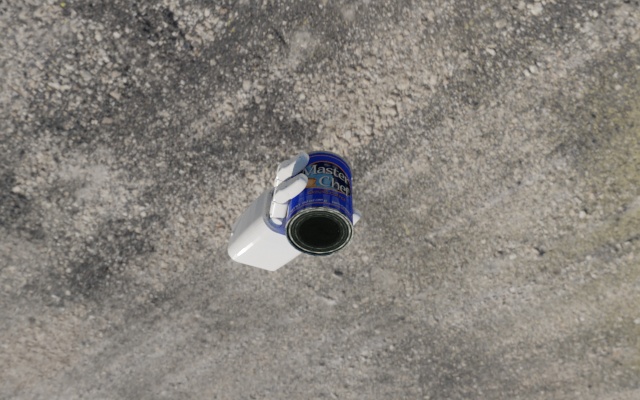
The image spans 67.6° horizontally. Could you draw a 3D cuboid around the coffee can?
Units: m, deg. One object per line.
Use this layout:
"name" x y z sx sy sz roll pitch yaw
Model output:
"coffee can" 0.000 0.002 0.752 0.103 0.103 0.140 0 41 2
